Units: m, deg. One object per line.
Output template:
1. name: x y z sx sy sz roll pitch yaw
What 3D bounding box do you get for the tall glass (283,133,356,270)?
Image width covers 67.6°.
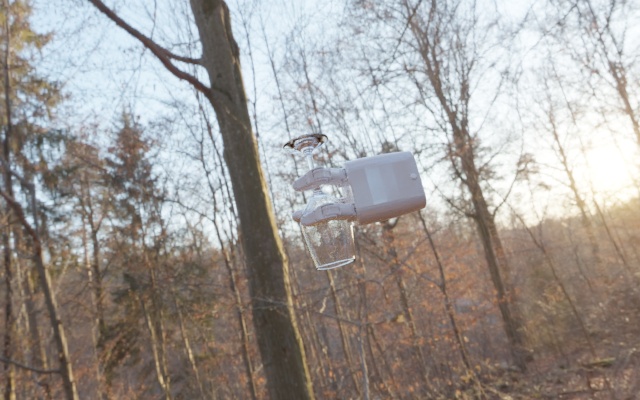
1. tall glass: 0.000 0.002 0.735 0.079 0.201 0.079 -13 -14 -3
